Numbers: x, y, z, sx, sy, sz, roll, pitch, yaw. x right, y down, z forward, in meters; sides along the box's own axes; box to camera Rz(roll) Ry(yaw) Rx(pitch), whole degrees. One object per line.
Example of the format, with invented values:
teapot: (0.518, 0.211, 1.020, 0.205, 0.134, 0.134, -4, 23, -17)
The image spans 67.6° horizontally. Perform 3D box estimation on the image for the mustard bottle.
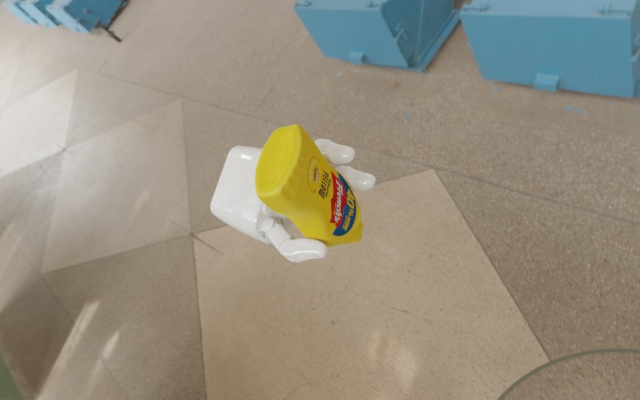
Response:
mustard bottle: (0.000, 0.002, 0.577, 0.058, 0.096, 0.192, -9, -35, 30)
